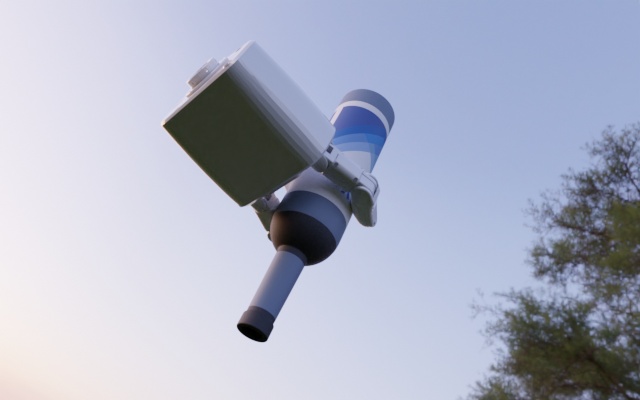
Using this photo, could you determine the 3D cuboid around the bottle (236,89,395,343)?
[{"bbox_3d":[0.000,0.001,0.464,0.069,0.295,0.069,17,-39,14],"label":"bottle"}]
